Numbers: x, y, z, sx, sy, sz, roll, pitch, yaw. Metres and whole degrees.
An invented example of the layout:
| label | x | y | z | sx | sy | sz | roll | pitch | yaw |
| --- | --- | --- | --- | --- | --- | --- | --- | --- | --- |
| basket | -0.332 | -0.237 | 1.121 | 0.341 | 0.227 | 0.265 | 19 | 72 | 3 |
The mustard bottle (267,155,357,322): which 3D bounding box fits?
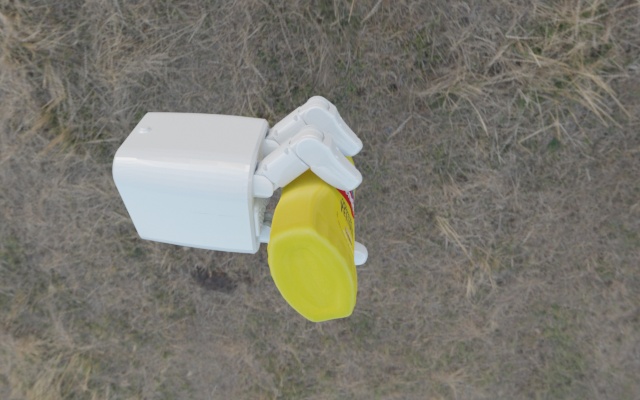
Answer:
| label | x | y | z | sx | sy | sz | roll | pitch | yaw |
| --- | --- | --- | --- | --- | --- | --- | --- | --- | --- |
| mustard bottle | 0.000 | 0.001 | 0.412 | 0.058 | 0.096 | 0.191 | -15 | 34 | 14 |
